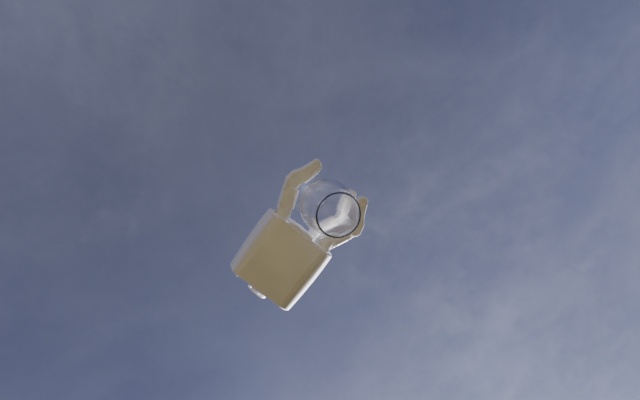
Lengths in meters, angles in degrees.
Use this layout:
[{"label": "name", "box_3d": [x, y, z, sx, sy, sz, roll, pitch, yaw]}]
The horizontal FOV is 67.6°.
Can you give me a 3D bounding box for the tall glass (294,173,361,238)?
[{"label": "tall glass", "box_3d": [0.000, 0.002, 0.717, 0.079, 0.079, 0.201, 0, 10, -14]}]
